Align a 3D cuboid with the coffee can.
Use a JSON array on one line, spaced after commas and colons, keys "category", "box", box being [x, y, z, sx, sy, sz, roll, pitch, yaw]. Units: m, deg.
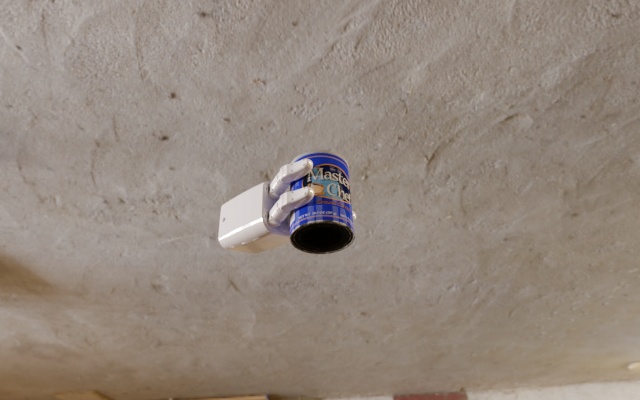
[{"category": "coffee can", "box": [0.000, 0.002, 0.784, 0.103, 0.140, 0.103, -2, -34, -1]}]
